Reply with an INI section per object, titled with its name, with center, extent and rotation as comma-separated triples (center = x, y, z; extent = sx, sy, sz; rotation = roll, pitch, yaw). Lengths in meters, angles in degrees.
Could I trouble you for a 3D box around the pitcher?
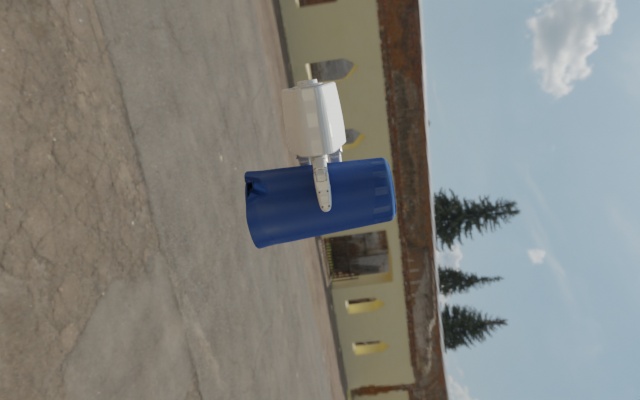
[pitcher]
center = 0.000, 0.002, 0.813
extent = 0.243, 0.145, 0.149
rotation = -9, 17, 4
